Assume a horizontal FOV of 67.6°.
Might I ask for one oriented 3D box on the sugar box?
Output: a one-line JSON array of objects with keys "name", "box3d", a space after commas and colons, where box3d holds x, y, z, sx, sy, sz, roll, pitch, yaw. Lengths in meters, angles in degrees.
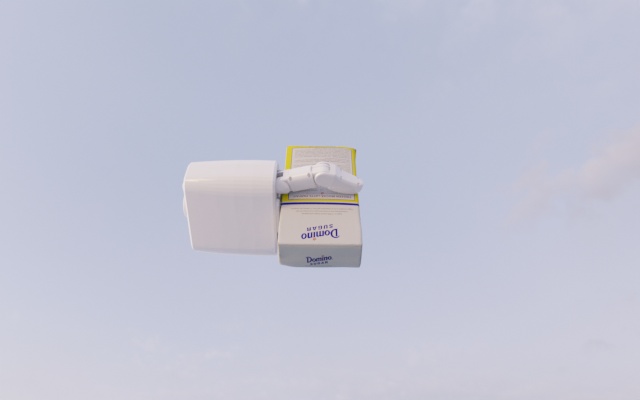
[{"name": "sugar box", "box3d": [0.000, 0.002, 0.580, 0.093, 0.176, 0.048, 1, -45, 0]}]
